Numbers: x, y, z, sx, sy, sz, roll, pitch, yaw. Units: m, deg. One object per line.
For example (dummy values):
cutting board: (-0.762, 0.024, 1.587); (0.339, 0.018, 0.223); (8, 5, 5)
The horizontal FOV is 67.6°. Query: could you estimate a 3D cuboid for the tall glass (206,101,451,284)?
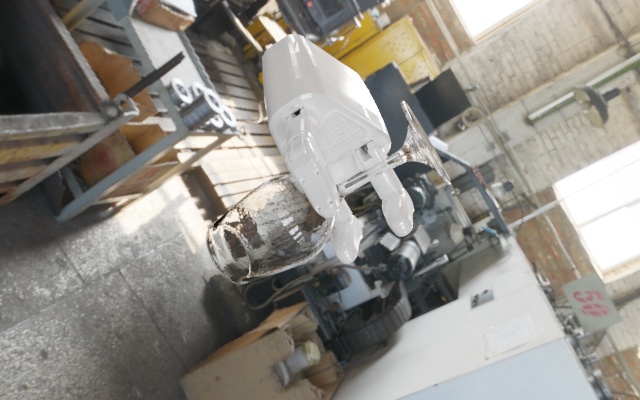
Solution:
tall glass: (0.001, 0.001, 0.400); (0.201, 0.079, 0.079); (-30, -10, 18)
